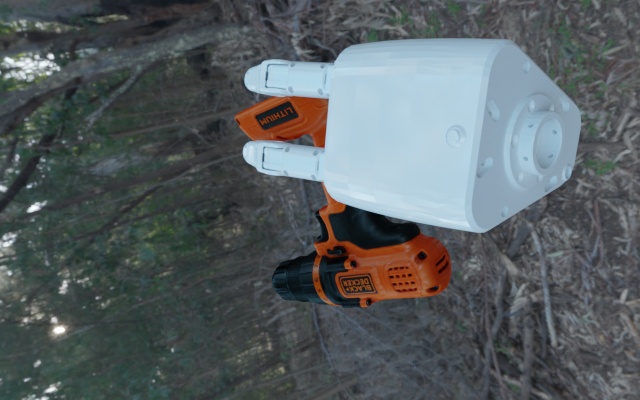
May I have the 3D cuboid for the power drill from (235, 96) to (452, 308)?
[{"bbox_3d":[0.000,0.001,0.400,0.184,0.188,0.057,-14,13,41],"label":"power drill"}]
